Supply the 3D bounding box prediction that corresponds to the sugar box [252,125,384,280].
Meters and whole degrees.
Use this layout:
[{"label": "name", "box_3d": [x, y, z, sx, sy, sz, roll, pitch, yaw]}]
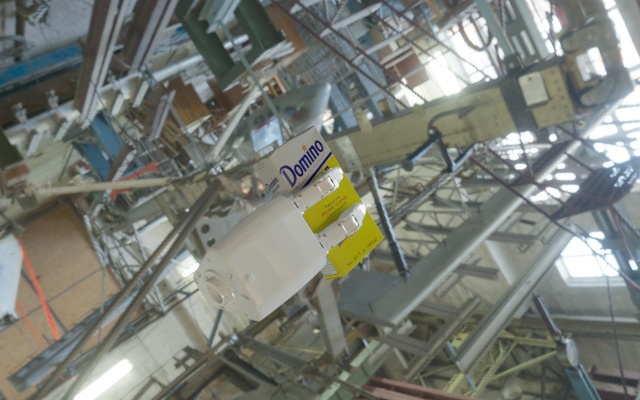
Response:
[{"label": "sugar box", "box_3d": [0.000, 0.002, 0.610, 0.093, 0.176, 0.048, -39, 13, -37]}]
